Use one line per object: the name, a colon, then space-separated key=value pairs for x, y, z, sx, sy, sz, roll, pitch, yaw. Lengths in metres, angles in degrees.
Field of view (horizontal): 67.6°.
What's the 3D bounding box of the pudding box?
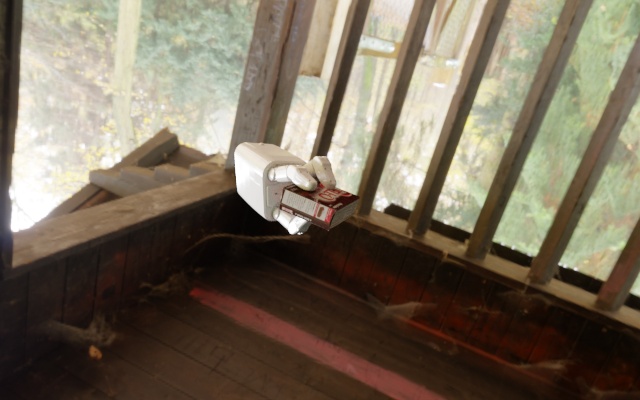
pudding box: x=0.000 y=0.003 z=0.738 sx=0.090 sy=0.039 sz=0.113 roll=22 pitch=20 yaw=17
